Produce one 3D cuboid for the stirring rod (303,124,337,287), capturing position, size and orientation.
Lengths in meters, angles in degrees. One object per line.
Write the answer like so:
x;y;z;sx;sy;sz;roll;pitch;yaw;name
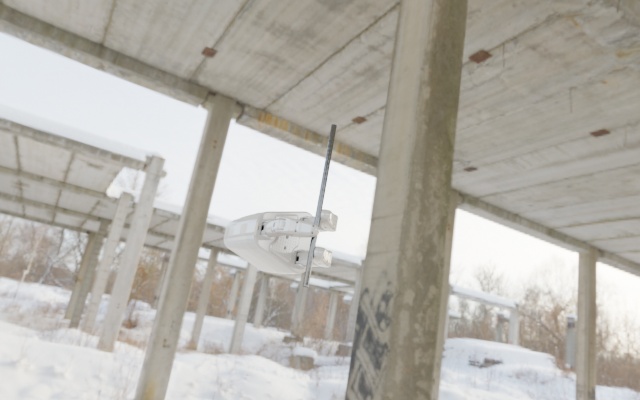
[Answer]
0.000;0.002;0.674;0.011;0.239;0.011;9;-16;3;stirring rod
